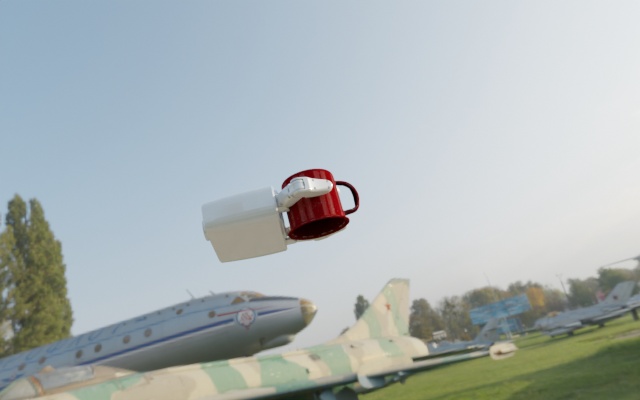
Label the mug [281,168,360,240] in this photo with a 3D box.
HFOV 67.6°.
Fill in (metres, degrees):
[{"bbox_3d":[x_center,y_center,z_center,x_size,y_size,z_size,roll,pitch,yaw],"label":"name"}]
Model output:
[{"bbox_3d":[0.001,0.002,0.711,0.117,0.081,0.093,-13,-20,-6],"label":"mug"}]
